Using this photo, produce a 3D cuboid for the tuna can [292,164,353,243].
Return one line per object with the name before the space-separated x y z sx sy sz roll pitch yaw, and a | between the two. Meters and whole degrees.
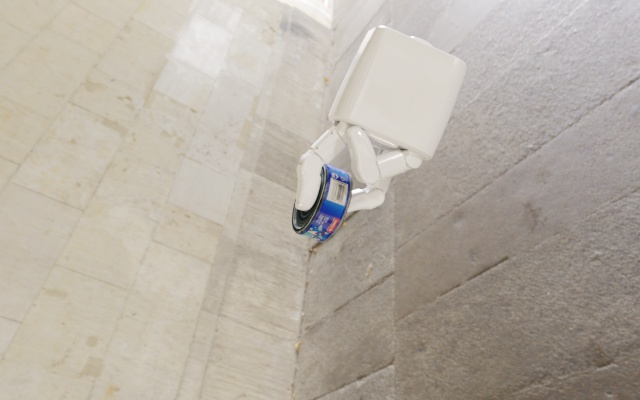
tuna can | 0.000 0.002 0.535 0.034 0.086 0.086 20 -7 -20
